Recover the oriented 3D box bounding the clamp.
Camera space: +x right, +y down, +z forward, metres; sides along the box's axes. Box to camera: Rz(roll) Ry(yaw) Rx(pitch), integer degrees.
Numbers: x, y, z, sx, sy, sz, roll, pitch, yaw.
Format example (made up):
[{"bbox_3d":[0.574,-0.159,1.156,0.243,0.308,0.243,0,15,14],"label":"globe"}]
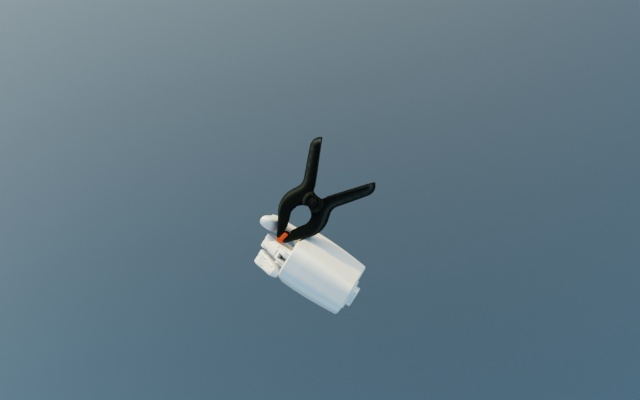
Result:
[{"bbox_3d":[0.000,0.003,0.734,0.120,0.171,0.039,33,8,6],"label":"clamp"}]
